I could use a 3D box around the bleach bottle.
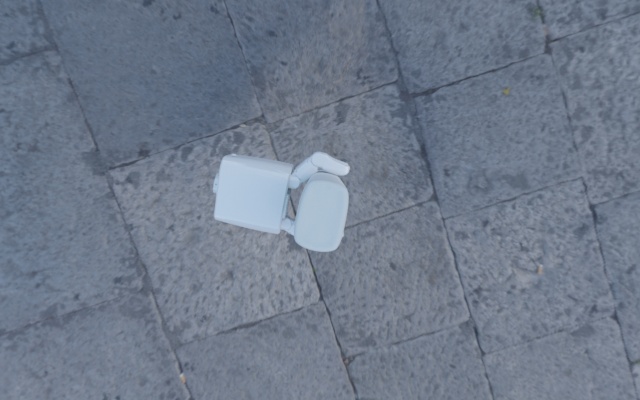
[{"bbox_3d":[0.000,0.002,0.766,0.068,0.102,0.251,12,8,-3],"label":"bleach bottle"}]
